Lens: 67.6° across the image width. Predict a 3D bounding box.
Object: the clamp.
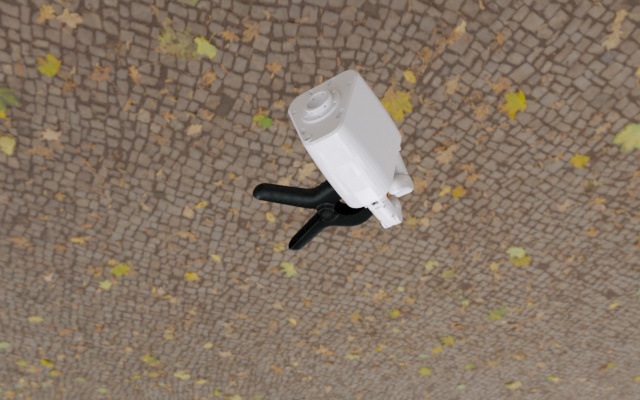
[{"bbox_3d":[0.000,0.002,0.620,0.171,0.039,0.120,-24,-49,22],"label":"clamp"}]
